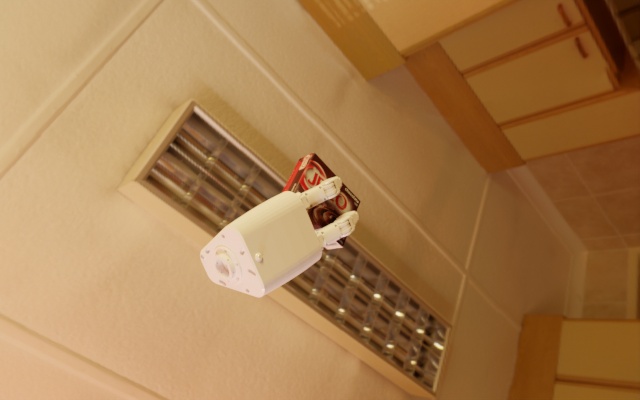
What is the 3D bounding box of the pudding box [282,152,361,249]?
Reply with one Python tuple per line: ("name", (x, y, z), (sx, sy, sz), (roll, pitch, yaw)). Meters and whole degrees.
("pudding box", (0.000, 0.002, 0.680), (0.039, 0.090, 0.113), (-15, -51, 42))
